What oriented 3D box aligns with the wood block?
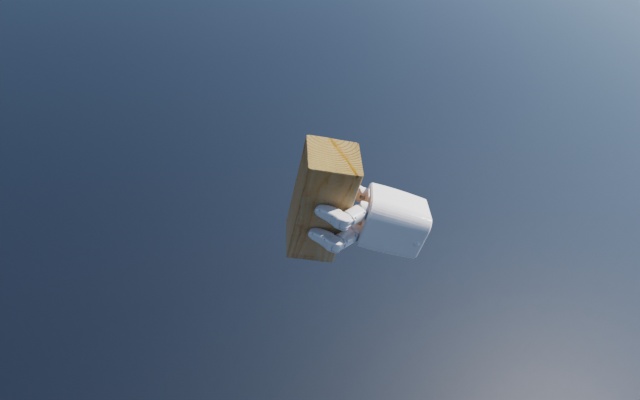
[{"bbox_3d":[0.001,0.002,0.817,0.090,0.206,0.090,8,42,-10],"label":"wood block"}]
